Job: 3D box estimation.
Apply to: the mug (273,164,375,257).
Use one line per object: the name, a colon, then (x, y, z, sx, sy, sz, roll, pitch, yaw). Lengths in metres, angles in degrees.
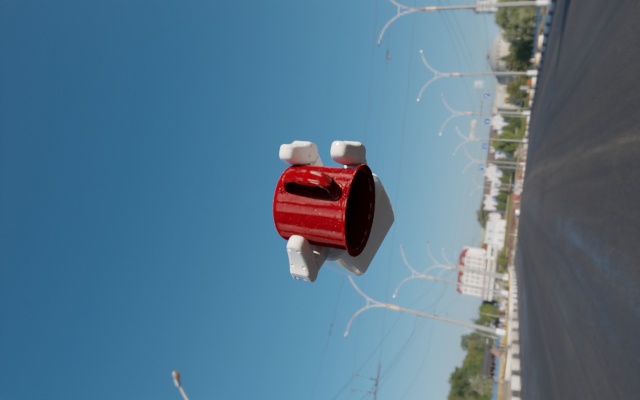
mug: (-0.001, 0.001, 0.480, 0.081, 0.093, 0.117, 7, -20, 23)
